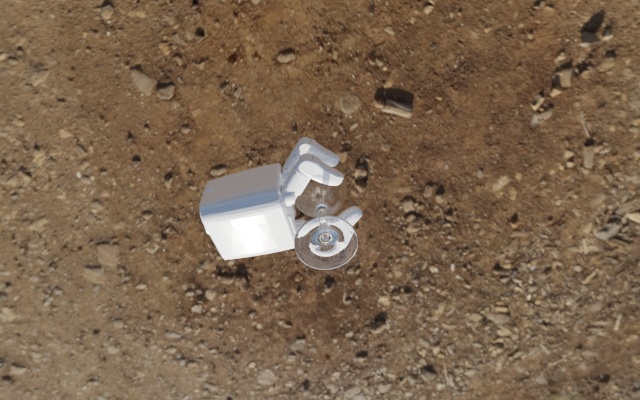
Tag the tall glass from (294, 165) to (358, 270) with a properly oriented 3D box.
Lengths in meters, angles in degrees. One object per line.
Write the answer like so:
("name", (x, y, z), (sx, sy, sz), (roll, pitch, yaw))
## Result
("tall glass", (0.000, 0.002, 0.634), (0.079, 0.079, 0.201), (0, 29, -4))
